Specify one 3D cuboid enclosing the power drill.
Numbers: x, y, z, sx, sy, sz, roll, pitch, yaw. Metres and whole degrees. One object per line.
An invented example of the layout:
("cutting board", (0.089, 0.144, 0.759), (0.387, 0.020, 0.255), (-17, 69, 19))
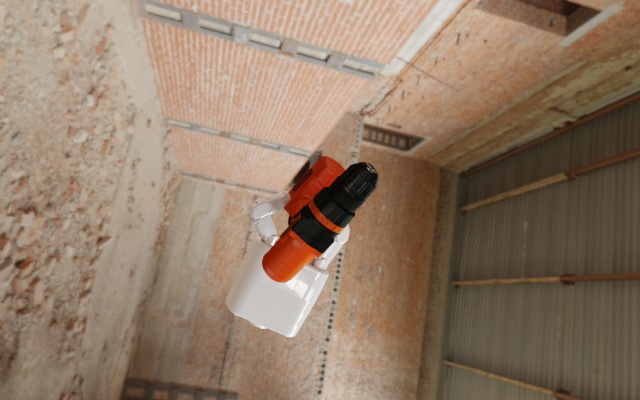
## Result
("power drill", (0.000, 0.002, 0.627), (0.057, 0.184, 0.187), (41, 16, -11))
